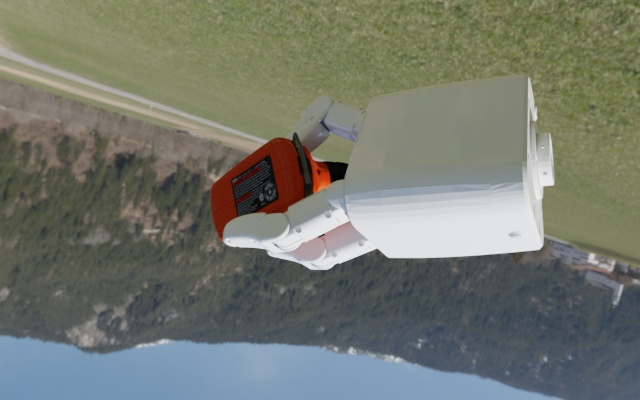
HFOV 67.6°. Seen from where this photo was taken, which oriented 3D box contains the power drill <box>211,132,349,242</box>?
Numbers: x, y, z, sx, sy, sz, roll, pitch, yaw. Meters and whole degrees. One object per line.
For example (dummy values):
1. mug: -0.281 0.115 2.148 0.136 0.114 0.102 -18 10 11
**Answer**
1. power drill: 0.000 0.001 0.433 0.187 0.057 0.184 1 -23 -45
